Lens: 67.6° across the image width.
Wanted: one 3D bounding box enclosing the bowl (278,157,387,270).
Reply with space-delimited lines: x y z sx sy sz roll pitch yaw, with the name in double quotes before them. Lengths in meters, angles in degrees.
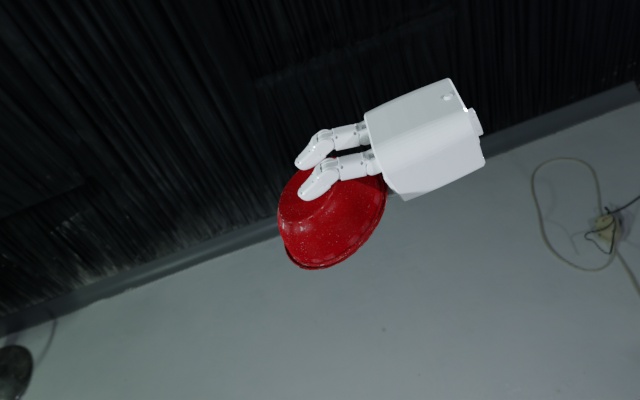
"bowl" -0.001 0.003 0.590 0.162 0.162 0.055 0 -32 46
